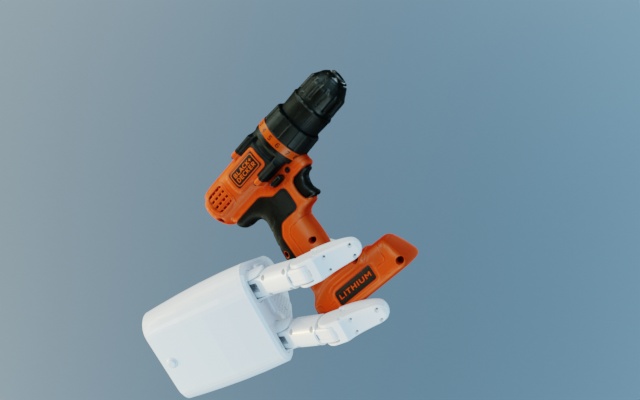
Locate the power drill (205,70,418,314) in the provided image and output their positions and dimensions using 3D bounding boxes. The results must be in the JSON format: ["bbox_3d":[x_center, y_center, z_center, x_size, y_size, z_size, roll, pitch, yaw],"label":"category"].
[{"bbox_3d":[0.000,0.002,0.439,0.184,0.187,0.057,-45,-13,23],"label":"power drill"}]
